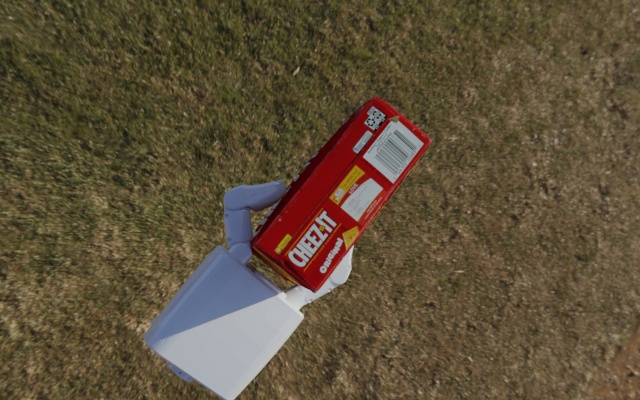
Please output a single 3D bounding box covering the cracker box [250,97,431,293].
[{"bbox_3d":[0.000,0.002,0.484,0.072,0.164,0.214,39,-11,-6],"label":"cracker box"}]
